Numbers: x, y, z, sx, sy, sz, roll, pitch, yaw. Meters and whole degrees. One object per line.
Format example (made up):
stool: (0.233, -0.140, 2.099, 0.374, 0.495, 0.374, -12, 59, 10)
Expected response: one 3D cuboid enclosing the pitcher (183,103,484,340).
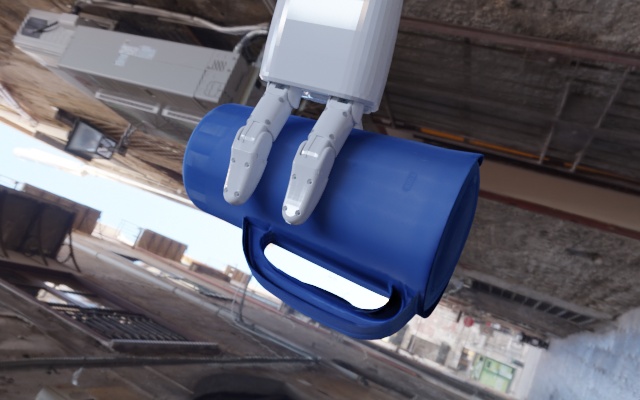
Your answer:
pitcher: (0.000, 0.001, 0.405, 0.243, 0.145, 0.149, 19, 10, 23)
